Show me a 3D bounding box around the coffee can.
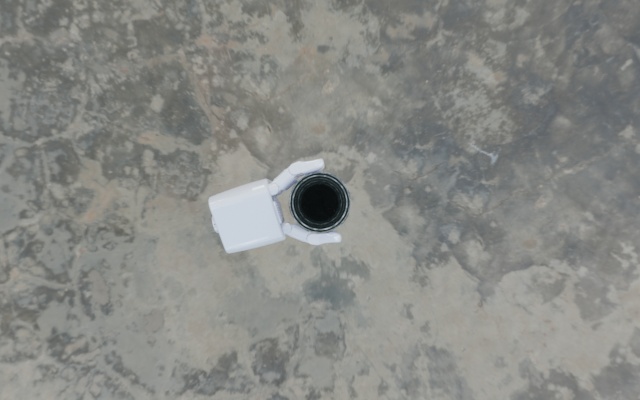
[{"bbox_3d":[0.000,0.003,0.847,0.103,0.103,0.140,0,1,1],"label":"coffee can"}]
